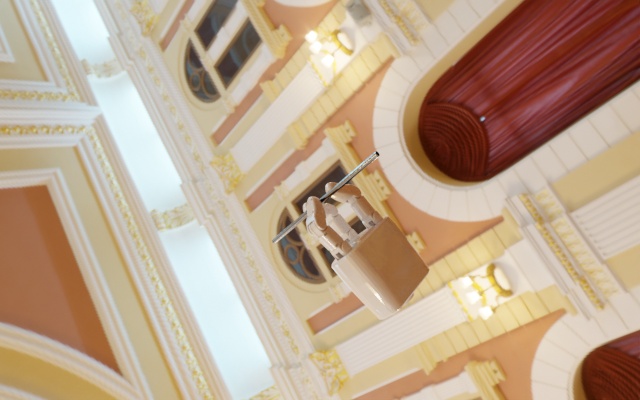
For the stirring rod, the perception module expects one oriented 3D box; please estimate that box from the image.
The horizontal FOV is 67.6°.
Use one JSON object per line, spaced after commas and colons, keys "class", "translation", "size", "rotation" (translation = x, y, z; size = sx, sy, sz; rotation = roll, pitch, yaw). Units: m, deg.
{"class": "stirring rod", "translation": [0.000, 0.002, 0.693], "size": [0.011, 0.011, 0.240], "rotation": [0, -32, -47]}
